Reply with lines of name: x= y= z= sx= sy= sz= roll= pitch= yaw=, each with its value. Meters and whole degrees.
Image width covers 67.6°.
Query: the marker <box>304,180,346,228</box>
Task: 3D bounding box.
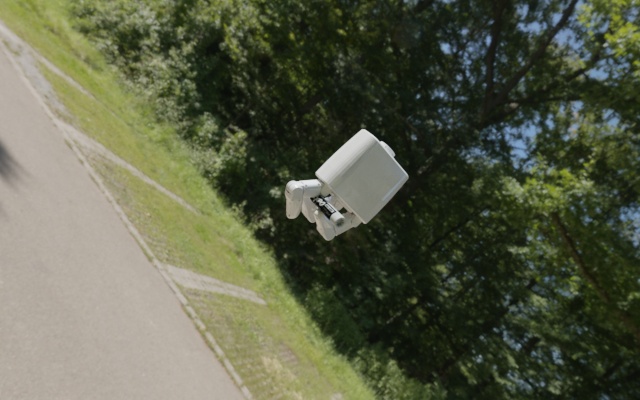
marker: x=0.000 y=0.002 z=0.739 sx=0.020 sy=0.020 sz=0.121 roll=0 pitch=30 yaw=-34
